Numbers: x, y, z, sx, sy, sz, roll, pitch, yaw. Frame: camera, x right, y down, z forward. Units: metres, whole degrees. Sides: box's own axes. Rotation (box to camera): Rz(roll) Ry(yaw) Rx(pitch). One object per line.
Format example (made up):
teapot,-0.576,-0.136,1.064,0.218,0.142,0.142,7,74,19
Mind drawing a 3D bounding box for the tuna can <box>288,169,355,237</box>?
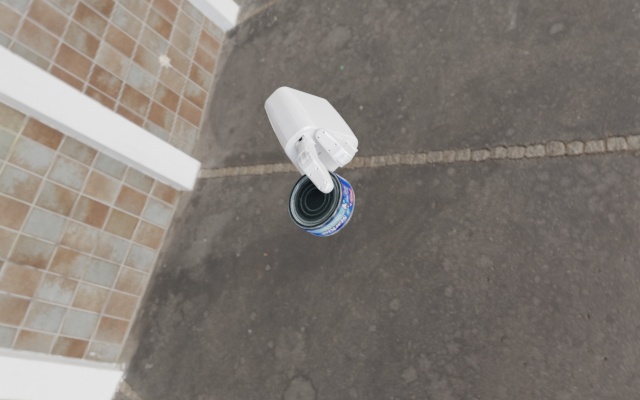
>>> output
tuna can,0.000,0.002,0.626,0.086,0.086,0.034,0,-18,34
